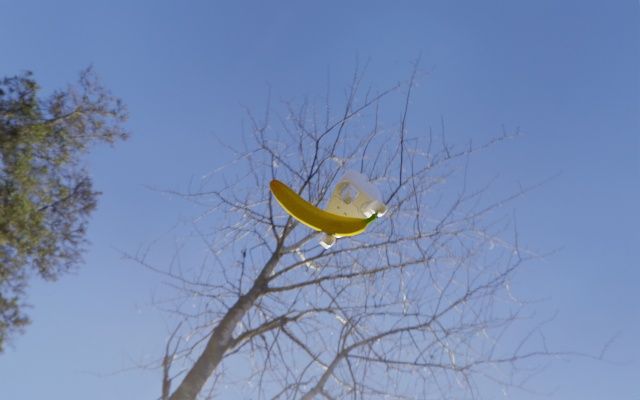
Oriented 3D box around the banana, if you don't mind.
[{"bbox_3d":[-0.002,0.020,0.843,0.198,0.070,0.037,18,22,4],"label":"banana"}]
